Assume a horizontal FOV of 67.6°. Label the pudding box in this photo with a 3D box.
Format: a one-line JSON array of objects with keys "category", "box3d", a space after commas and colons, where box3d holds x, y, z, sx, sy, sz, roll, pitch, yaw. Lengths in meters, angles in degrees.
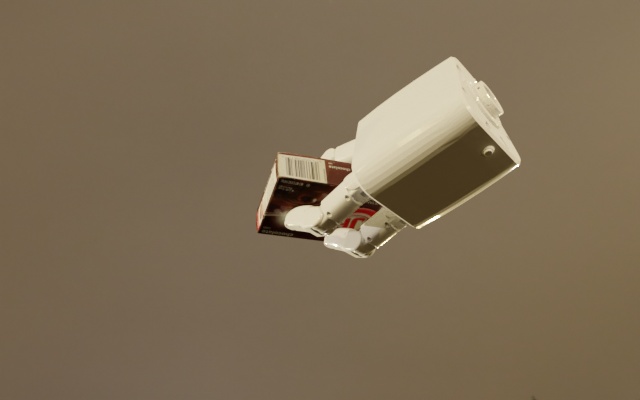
[{"category": "pudding box", "box3d": [0.000, 0.001, 0.478, 0.113, 0.039, 0.090, 10, -42, -15]}]
